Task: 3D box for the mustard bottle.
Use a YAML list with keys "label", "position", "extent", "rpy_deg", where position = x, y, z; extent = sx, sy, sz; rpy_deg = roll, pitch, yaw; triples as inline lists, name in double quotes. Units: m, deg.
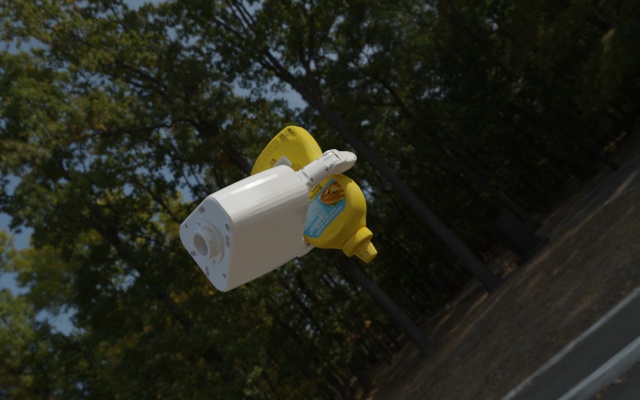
- label: "mustard bottle"
  position: [0.000, 0.002, 0.600]
  extent: [0.191, 0.096, 0.058]
  rpy_deg: [48, 21, 17]
